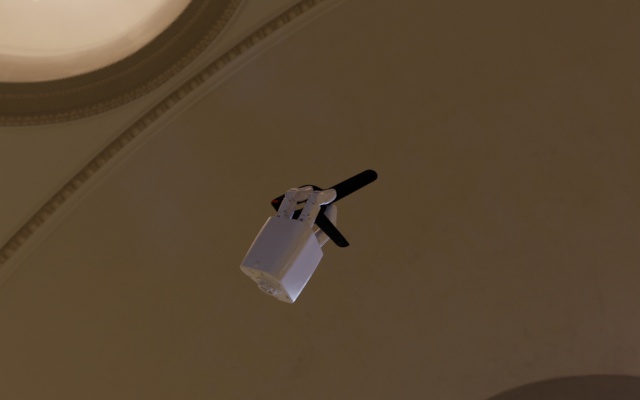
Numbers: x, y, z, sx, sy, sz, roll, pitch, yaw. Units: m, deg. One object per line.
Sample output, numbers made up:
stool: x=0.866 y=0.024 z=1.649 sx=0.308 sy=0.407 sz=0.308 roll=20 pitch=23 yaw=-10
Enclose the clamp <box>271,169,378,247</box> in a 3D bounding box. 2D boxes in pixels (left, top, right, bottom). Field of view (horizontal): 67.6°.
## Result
clamp: x=0.000 y=0.004 z=0.885 sx=0.210 sy=0.164 sz=0.036 roll=7 pitch=-36 yaw=40
